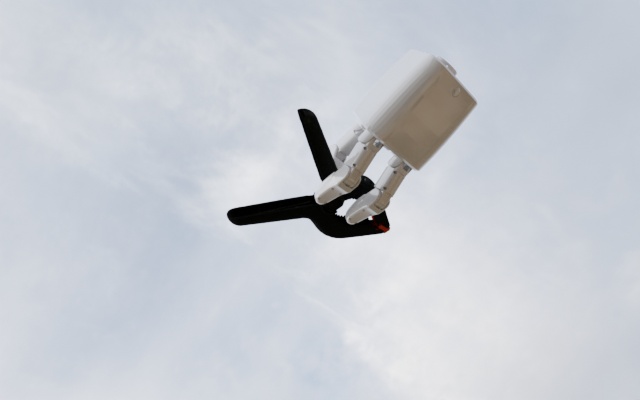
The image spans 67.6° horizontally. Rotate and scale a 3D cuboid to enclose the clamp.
[{"bbox_3d":[0.000,0.002,0.597,0.210,0.164,0.036,33,19,-34],"label":"clamp"}]
